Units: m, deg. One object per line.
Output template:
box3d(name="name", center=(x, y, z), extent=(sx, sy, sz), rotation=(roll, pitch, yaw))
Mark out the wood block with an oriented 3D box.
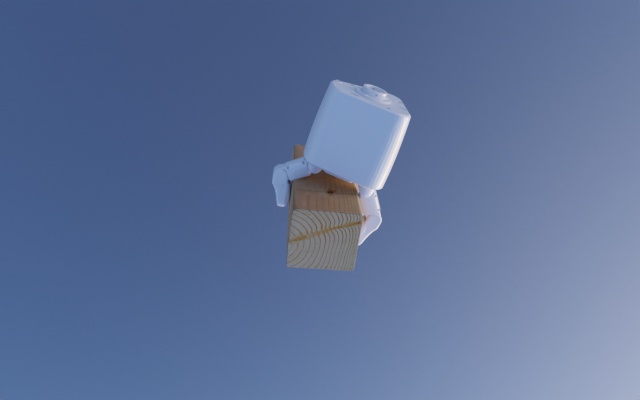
box3d(name="wood block", center=(0.000, 0.002, 0.692), extent=(0.091, 0.090, 0.206), rotation=(5, 28, -5))
